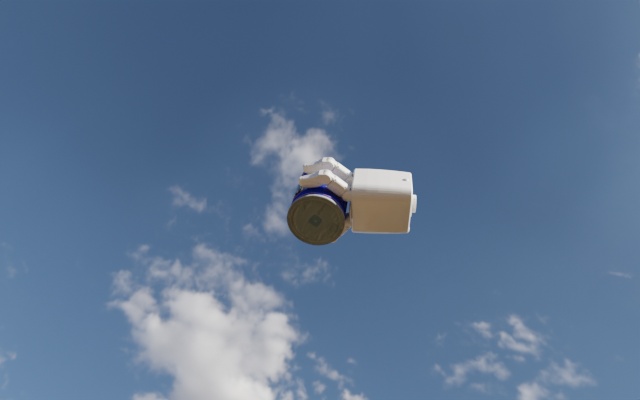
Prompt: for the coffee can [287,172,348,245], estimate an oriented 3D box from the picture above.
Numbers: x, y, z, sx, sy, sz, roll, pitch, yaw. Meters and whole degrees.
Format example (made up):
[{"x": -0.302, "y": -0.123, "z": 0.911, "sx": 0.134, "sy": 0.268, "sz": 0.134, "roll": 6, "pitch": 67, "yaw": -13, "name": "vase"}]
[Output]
[{"x": 0.000, "y": 0.003, "z": 0.894, "sx": 0.103, "sy": 0.103, "sz": 0.140, "roll": 0, "pitch": 29, "yaw": 8, "name": "coffee can"}]
